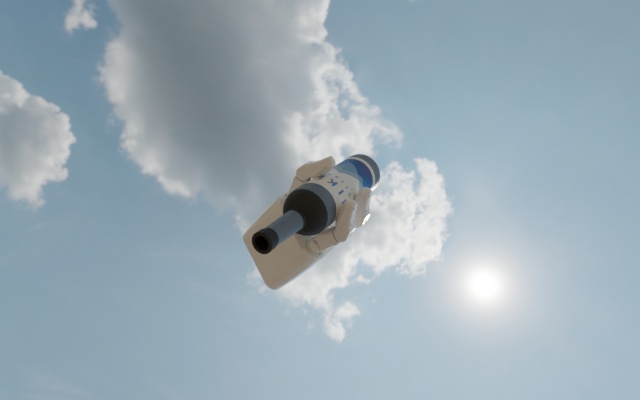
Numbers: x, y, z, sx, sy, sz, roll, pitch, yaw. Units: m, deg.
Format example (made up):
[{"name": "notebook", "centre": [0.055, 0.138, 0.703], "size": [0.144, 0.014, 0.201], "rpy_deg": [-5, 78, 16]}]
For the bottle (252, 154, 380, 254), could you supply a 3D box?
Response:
[{"name": "bottle", "centre": [0.000, 0.002, 0.660], "size": [0.069, 0.069, 0.295], "rpy_deg": [0, 18, 29]}]
